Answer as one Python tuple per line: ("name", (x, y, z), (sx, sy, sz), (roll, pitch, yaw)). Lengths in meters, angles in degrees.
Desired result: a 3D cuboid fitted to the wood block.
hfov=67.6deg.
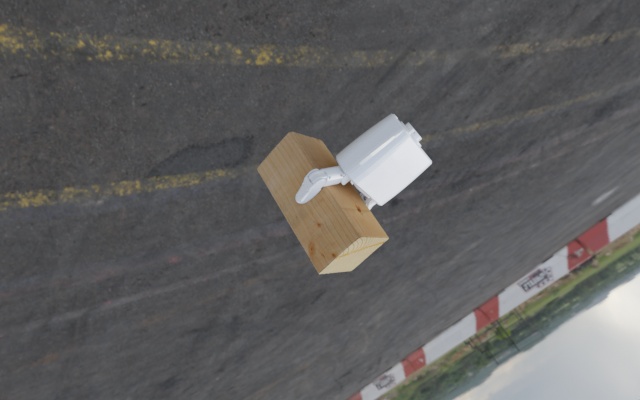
("wood block", (0.000, 0.002, 0.744), (0.090, 0.206, 0.091), (-45, -27, 24))
